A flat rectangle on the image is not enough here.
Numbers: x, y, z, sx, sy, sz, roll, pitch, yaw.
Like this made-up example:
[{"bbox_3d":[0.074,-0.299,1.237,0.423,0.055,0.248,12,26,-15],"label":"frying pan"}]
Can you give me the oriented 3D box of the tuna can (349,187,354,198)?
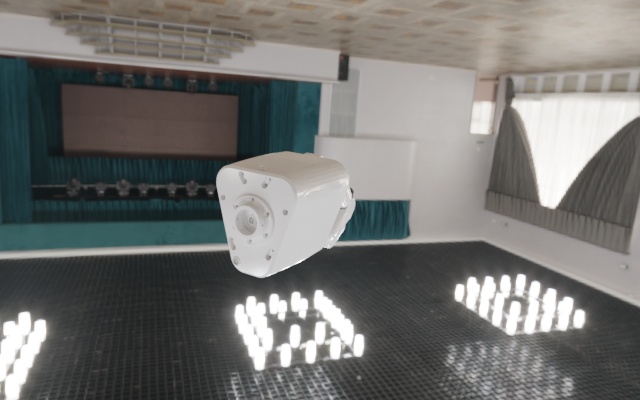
[{"bbox_3d":[0.000,0.003,0.624,0.086,0.034,0.086,1,16,0],"label":"tuna can"}]
